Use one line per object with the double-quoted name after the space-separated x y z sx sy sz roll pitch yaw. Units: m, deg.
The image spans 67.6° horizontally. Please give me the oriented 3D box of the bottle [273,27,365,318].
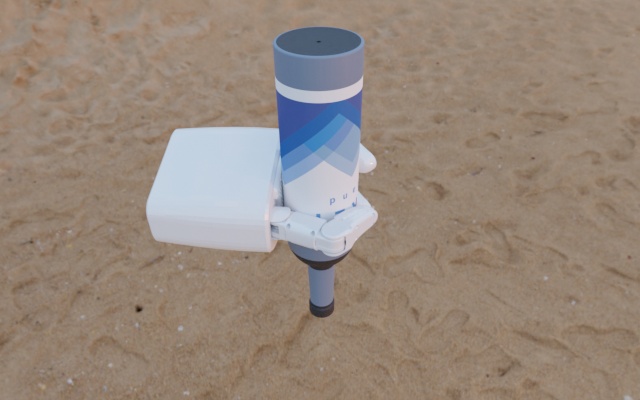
0.000 0.001 0.434 0.069 0.296 0.069 0 37 0 "bottle"
